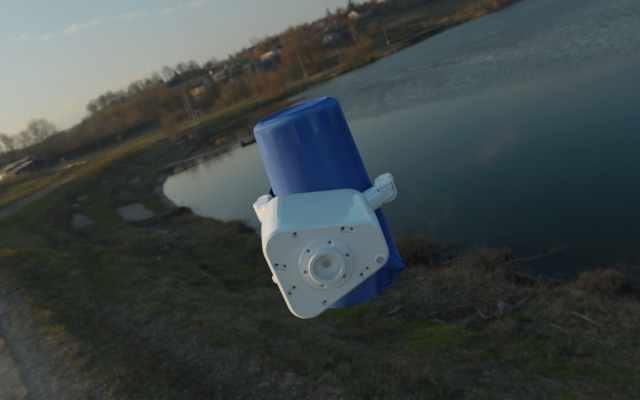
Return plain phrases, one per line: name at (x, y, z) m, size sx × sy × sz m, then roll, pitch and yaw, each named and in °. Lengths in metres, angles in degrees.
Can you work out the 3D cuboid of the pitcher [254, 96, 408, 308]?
pitcher at (0.000, 0.002, 0.606) m, size 0.149 × 0.243 × 0.145 m, roll -20°, pitch 16°, yaw 1°
